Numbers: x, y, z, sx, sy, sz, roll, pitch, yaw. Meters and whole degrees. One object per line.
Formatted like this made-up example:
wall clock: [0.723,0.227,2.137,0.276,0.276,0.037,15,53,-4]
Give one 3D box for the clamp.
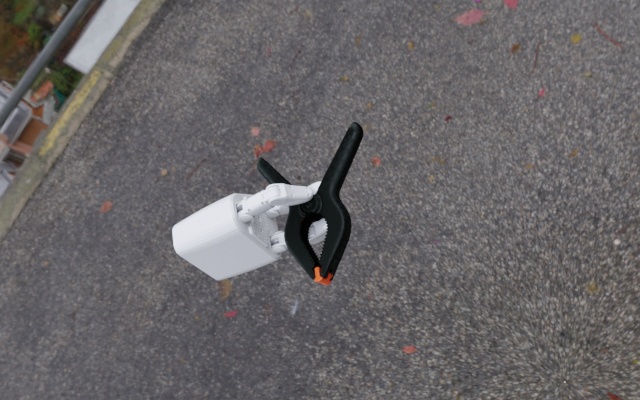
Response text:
clamp: [0.000,0.002,0.624,0.164,0.210,0.036,-24,-28,21]
